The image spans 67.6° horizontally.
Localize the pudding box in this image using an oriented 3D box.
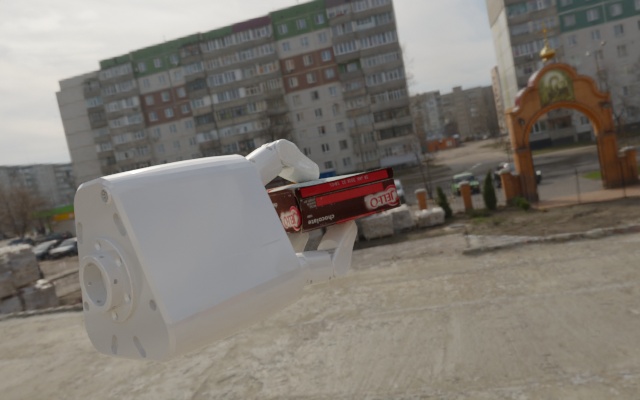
[{"bbox_3d":[0.000,0.001,0.411,0.090,0.039,0.113,-12,4,-24],"label":"pudding box"}]
